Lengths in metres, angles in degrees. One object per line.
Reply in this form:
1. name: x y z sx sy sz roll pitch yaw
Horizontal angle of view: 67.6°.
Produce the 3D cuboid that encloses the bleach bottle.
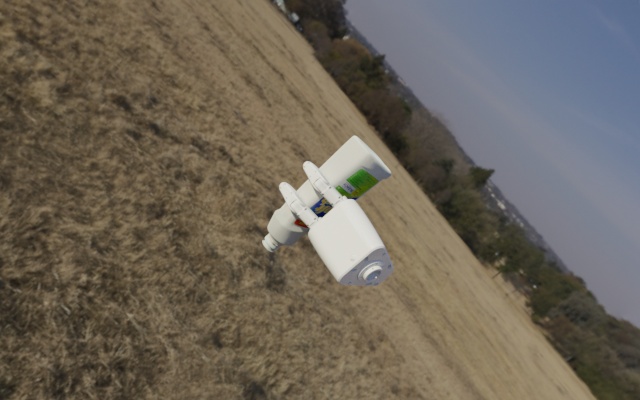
1. bleach bottle: 0.000 0.003 0.841 0.251 0.068 0.103 -42 -37 12
